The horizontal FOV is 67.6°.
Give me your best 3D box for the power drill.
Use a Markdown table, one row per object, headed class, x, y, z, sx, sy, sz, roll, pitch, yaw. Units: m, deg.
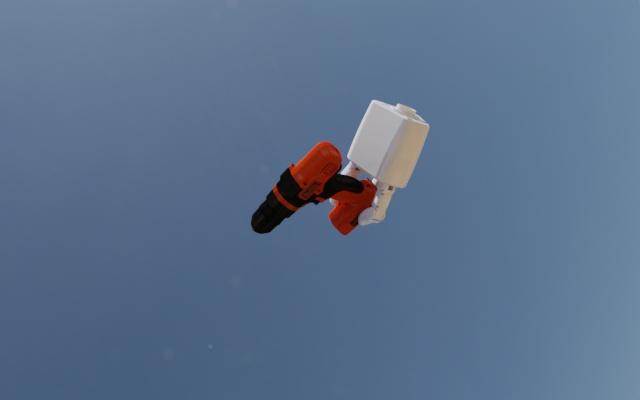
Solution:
| class | x | y | z | sx | sy | sz | roll | pitch | yaw |
| --- | --- | --- | --- | --- | --- | --- | --- | --- | --- |
| power drill | 0.001 | 0.002 | 0.776 | 0.184 | 0.057 | 0.188 | -43 | -35 | 20 |
